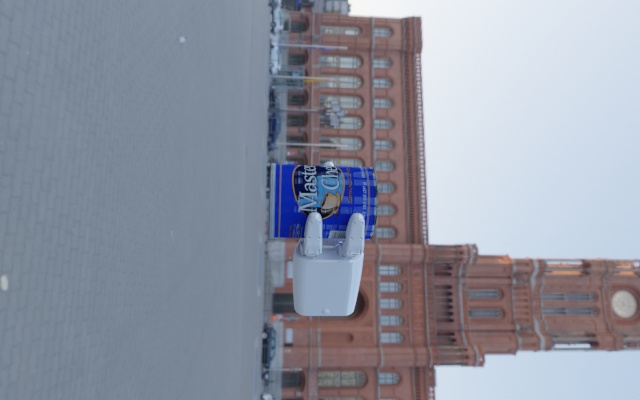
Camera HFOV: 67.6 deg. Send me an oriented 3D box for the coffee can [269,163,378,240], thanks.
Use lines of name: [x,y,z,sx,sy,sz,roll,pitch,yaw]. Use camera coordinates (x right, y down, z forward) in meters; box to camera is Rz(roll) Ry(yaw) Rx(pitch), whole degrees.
coffee can: [0.000,0.002,0.660,0.140,0.103,0.103,1,0,-5]
